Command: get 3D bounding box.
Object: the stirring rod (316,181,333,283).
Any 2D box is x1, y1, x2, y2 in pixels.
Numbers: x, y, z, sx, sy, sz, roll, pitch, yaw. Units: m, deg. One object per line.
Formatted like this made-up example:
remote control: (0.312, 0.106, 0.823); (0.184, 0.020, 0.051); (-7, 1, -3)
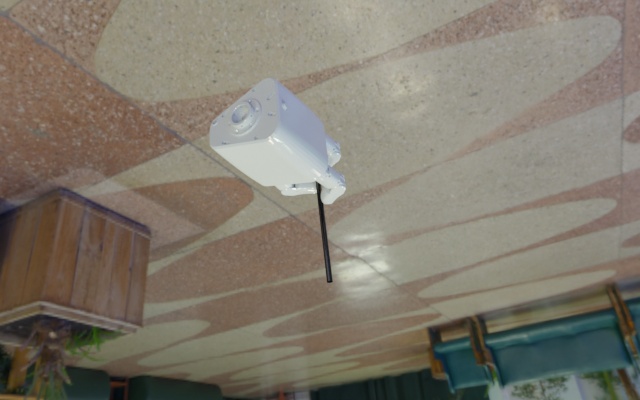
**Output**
stirring rod: (0.000, 0.002, 0.684); (0.011, 0.239, 0.011); (-5, -29, -3)
